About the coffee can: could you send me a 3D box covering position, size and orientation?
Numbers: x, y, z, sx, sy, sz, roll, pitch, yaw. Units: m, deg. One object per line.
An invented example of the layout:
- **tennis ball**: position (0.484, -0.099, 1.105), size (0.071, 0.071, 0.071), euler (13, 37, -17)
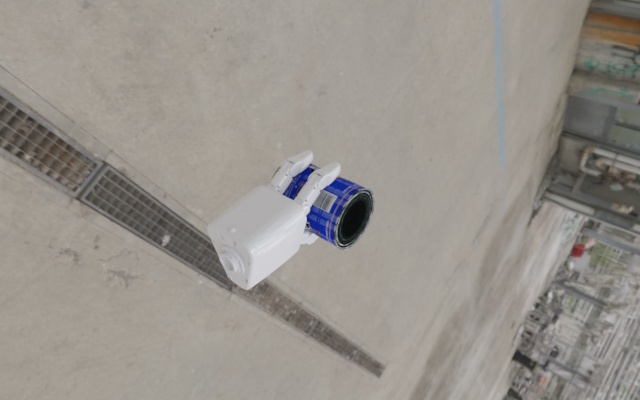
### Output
- **coffee can**: position (0.000, 0.002, 0.761), size (0.140, 0.103, 0.103), euler (26, 14, 31)
